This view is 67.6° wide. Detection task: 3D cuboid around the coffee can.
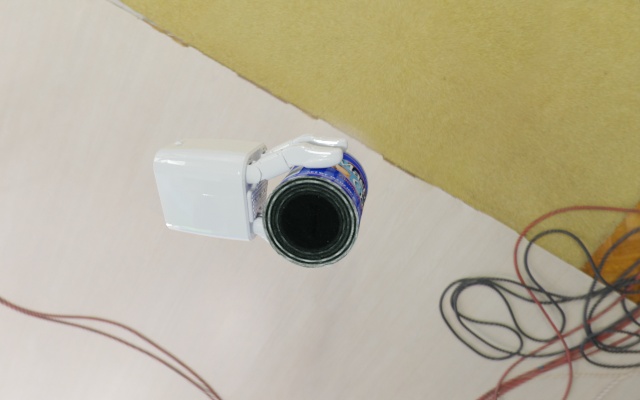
[{"bbox_3d":[0.000,0.002,0.557,0.103,0.103,0.140,0,18,10],"label":"coffee can"}]
